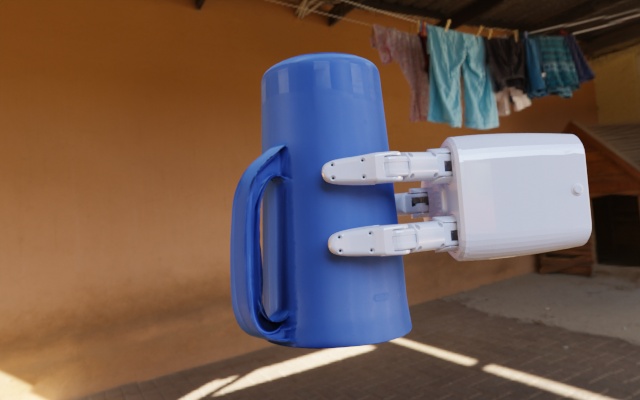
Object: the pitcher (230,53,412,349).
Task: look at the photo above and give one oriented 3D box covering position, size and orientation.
[{"bbox_3d":[0.000,0.001,0.422,0.145,0.243,0.149,-4,-3,-1],"label":"pitcher"}]
